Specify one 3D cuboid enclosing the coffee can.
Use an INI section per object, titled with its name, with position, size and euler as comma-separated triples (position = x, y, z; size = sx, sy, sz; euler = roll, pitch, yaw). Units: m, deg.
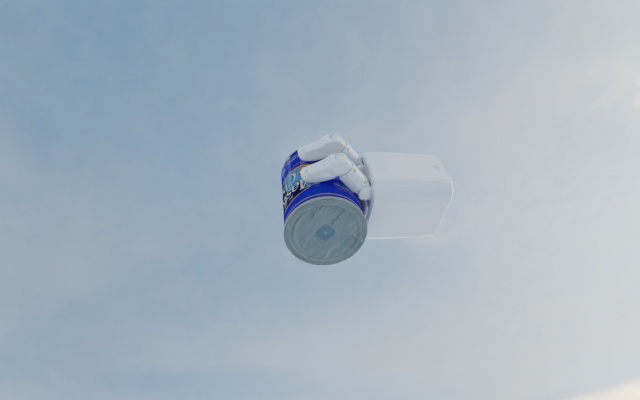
[coffee can]
position = 0.000, 0.002, 0.638
size = 0.103, 0.103, 0.140
euler = 0, 34, -7
